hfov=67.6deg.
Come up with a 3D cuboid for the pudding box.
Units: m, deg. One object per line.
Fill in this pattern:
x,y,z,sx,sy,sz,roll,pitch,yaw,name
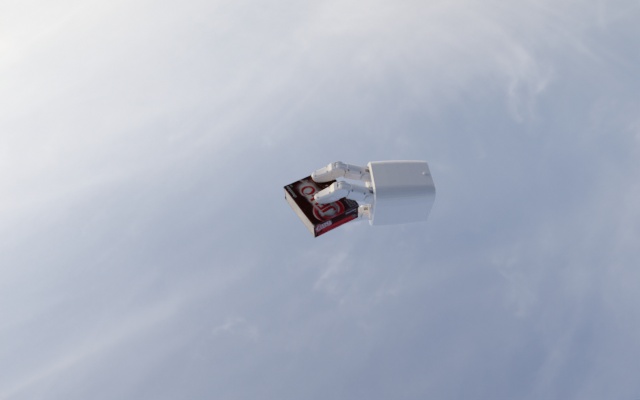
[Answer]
0.000,0.003,0.837,0.090,0.039,0.113,-24,47,-21,pudding box
